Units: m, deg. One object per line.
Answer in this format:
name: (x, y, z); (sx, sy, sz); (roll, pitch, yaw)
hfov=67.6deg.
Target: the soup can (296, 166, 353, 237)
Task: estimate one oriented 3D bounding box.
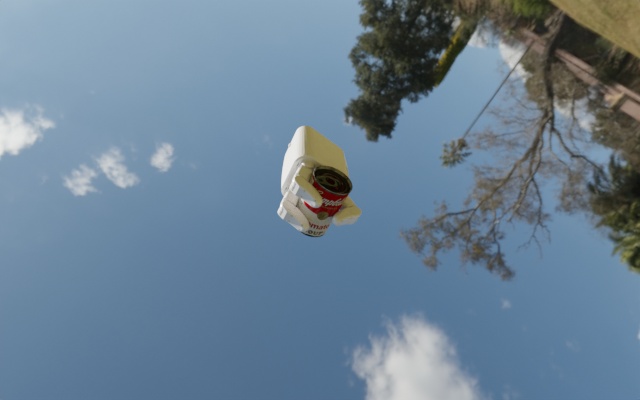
soup can: (0.000, 0.003, 0.784); (0.068, 0.102, 0.068); (19, 37, -15)
